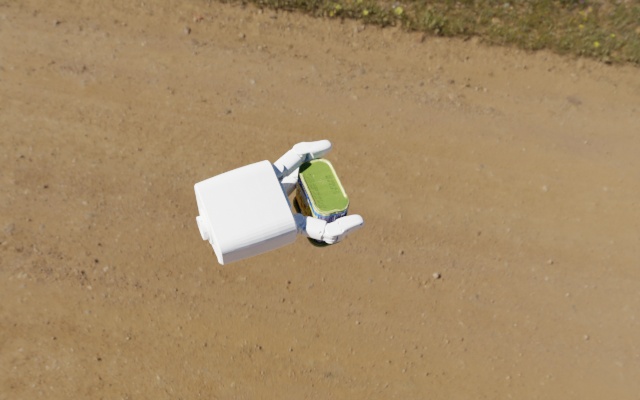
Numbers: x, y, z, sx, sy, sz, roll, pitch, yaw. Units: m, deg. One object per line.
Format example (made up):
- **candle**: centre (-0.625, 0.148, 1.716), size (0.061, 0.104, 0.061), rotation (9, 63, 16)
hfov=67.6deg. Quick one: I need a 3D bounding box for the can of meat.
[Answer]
- **can of meat**: centre (0.000, 0.002, 0.692), size (0.057, 0.102, 0.084), rotation (-15, -33, -16)
